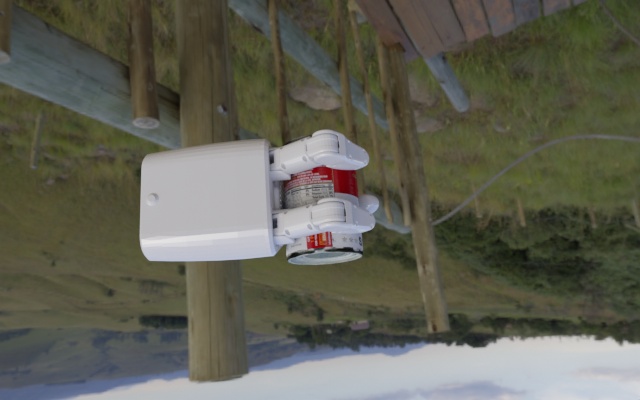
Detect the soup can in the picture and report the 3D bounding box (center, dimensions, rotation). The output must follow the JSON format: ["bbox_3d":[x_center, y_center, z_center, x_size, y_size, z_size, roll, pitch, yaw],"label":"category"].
[{"bbox_3d":[0.001,0.002,0.422,0.068,0.102,0.068,-4,-15,-1],"label":"soup can"}]
